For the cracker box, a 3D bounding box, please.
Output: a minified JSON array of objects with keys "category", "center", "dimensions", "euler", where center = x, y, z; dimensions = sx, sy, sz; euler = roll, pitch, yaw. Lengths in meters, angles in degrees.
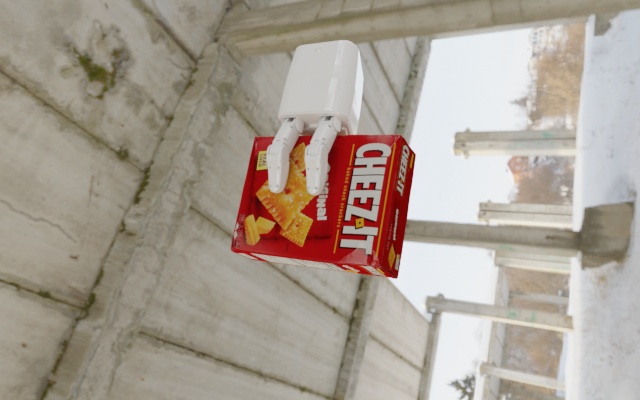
[{"category":"cracker box","center":[0.000,0.002,0.611],"dimensions":[0.213,0.164,0.072],"euler":[3,-16,29]}]
